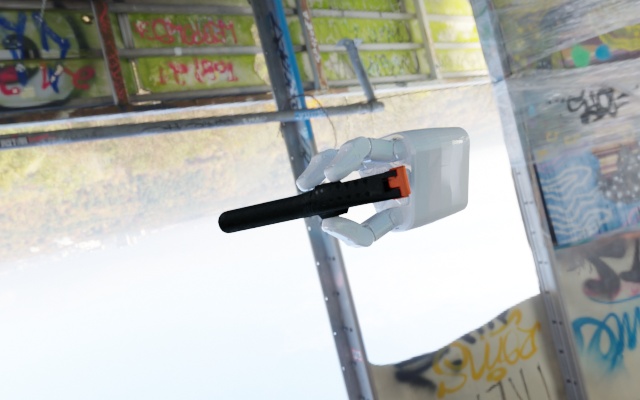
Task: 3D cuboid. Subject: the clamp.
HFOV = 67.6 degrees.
[{"bbox_3d":[0.001,0.002,0.492,0.164,0.036,0.210,-12,-1,-35],"label":"clamp"}]
